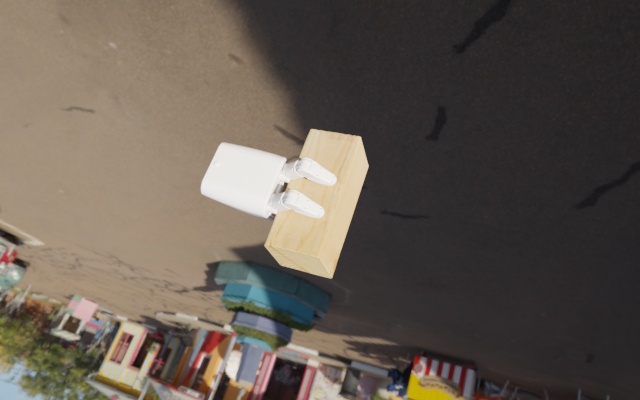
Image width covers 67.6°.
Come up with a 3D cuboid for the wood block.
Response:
[{"bbox_3d":[0.000,0.003,0.747,0.090,0.206,0.091,12,-24,19],"label":"wood block"}]
